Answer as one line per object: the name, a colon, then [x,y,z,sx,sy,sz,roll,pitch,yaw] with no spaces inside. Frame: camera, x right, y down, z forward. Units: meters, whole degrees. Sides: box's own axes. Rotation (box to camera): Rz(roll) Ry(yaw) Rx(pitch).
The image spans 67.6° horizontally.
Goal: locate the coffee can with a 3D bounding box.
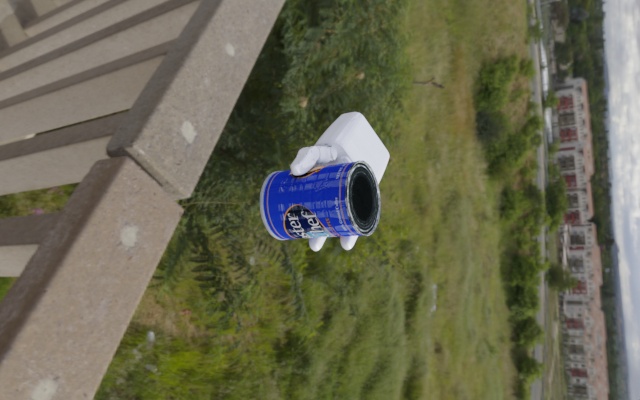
coffee can: [0.000,0.002,0.676,0.140,0.103,0.103,-5,-3,31]
